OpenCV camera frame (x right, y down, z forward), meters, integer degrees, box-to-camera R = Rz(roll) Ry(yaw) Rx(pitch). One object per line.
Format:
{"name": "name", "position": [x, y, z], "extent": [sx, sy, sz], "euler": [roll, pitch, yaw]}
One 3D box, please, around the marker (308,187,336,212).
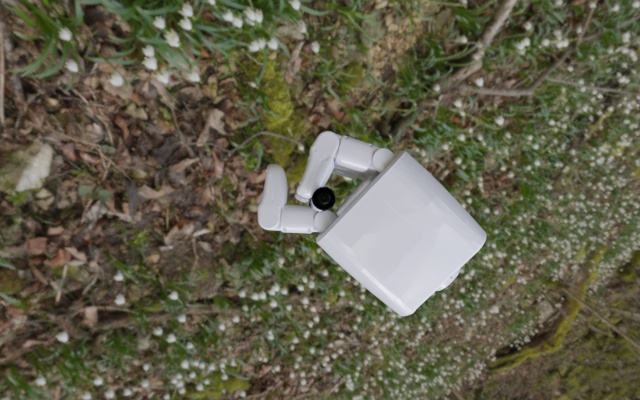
{"name": "marker", "position": [0.000, 0.001, 0.425], "extent": [0.020, 0.020, 0.121], "euler": [0, -3, -3]}
